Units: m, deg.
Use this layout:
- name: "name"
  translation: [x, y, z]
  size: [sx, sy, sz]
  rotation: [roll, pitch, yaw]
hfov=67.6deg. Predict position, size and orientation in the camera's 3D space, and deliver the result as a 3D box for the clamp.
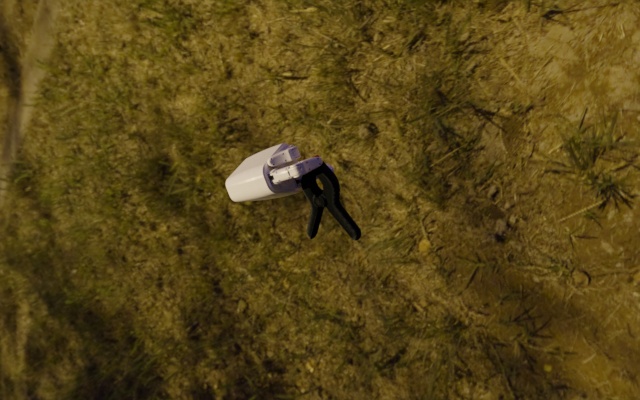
- name: "clamp"
  translation: [0.000, 0.003, 0.894]
  size: [0.120, 0.171, 0.039]
  rotation: [-14, 12, 34]
